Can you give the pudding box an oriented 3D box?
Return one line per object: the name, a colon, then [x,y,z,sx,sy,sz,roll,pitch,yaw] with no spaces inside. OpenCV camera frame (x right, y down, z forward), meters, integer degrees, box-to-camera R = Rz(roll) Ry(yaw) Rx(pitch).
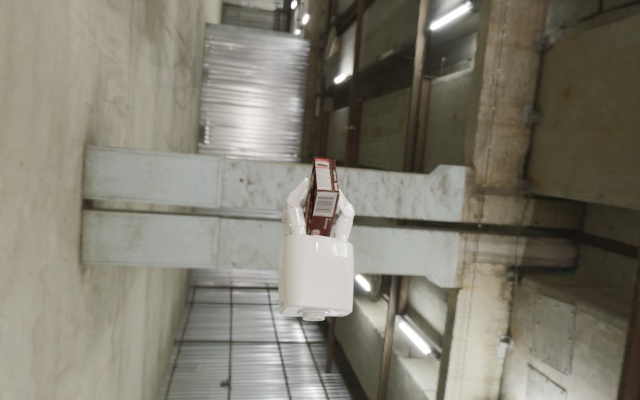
pudding box: [0.000,0.003,0.759,0.039,0.114,0.090,6,39,-10]
